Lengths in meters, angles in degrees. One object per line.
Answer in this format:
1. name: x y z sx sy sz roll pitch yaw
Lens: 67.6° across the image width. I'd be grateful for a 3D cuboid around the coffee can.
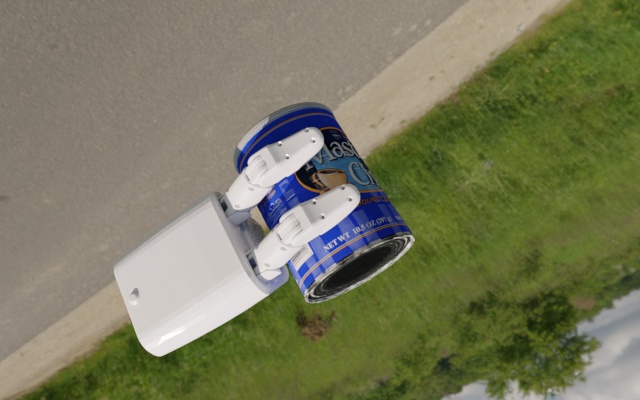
1. coffee can: 0.000 0.001 0.413 0.103 0.140 0.103 -26 -22 -12
